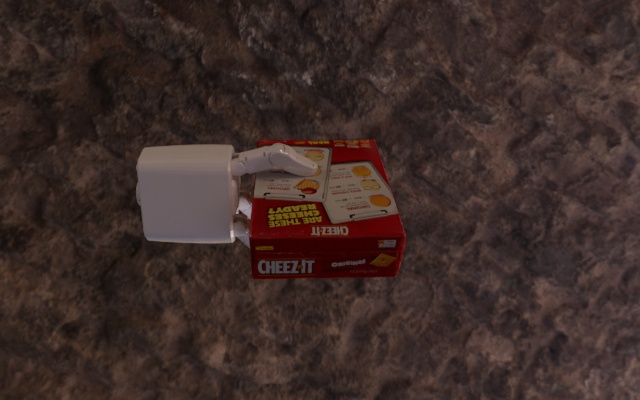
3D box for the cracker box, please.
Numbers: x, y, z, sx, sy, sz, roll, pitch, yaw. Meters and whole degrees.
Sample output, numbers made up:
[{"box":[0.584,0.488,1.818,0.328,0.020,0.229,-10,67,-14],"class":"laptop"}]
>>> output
[{"box":[0.000,0.002,0.591,0.164,0.072,0.213,-1,36,-4],"class":"cracker box"}]
